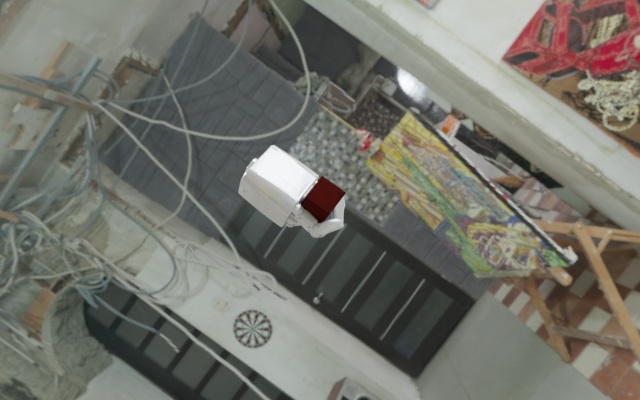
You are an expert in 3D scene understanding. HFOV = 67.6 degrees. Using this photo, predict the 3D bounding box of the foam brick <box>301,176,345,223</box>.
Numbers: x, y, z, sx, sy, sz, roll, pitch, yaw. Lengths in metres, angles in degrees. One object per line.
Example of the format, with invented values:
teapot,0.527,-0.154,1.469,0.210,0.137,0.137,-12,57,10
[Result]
foam brick,0.000,0.003,0.837,0.051,0.053,0.078,37,-25,1
